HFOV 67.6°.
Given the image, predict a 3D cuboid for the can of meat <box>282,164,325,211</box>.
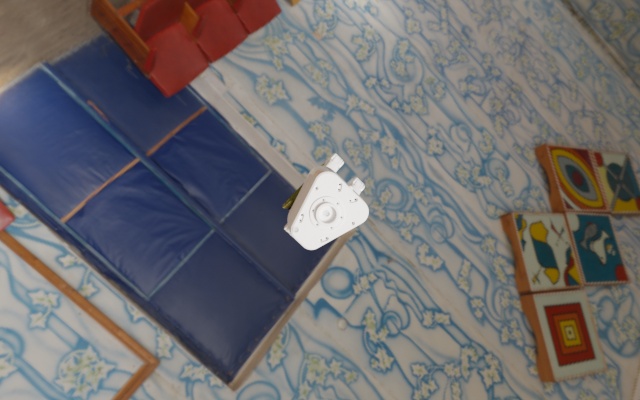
[{"bbox_3d":[0.000,0.003,0.815,0.084,0.102,0.057,44,-1,-7],"label":"can of meat"}]
